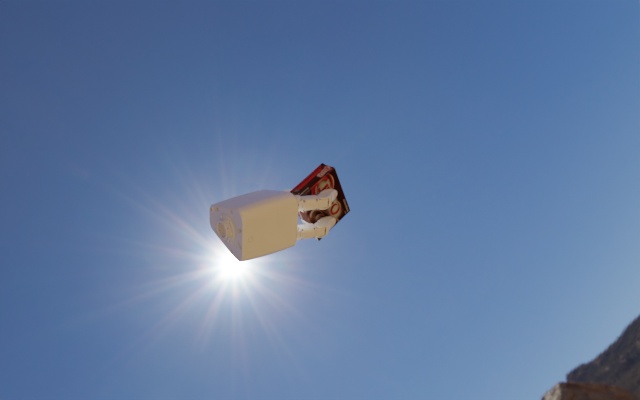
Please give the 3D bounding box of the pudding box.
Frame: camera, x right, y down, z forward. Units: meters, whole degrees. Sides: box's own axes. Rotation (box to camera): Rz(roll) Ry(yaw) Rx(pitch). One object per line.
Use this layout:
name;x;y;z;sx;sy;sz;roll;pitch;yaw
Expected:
pudding box;0.000;0.003;0.866;0.090;0.114;0.039;-42;46;-22
